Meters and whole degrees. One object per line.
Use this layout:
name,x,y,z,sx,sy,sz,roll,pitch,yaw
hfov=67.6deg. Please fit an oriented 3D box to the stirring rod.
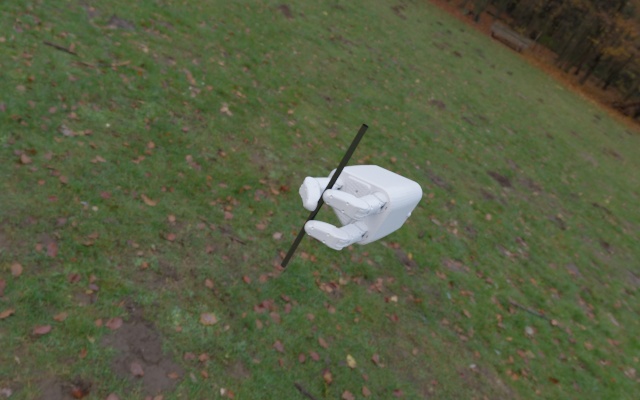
stirring rod,0.000,0.002,0.626,0.011,0.240,0.011,23,29,-14
